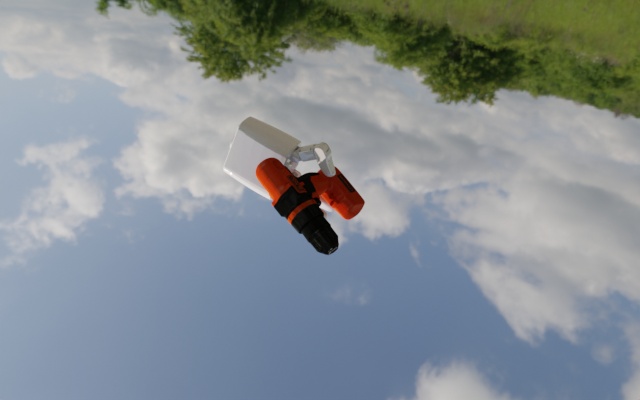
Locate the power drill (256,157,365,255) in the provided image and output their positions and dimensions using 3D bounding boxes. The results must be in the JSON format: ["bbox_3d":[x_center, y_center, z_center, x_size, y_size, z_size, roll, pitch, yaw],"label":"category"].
[{"bbox_3d":[0.000,0.002,0.792,0.057,0.184,0.187,-46,-19,24],"label":"power drill"}]
